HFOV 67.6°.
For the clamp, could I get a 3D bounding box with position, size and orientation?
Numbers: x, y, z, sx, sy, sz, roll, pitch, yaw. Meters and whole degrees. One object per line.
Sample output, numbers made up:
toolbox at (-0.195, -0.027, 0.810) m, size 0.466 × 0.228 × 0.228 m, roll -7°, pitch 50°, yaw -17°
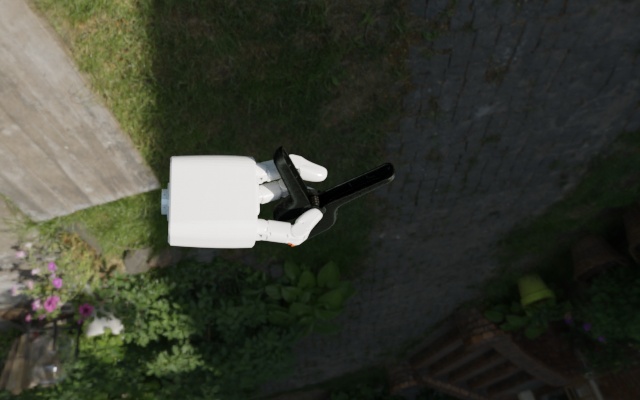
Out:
clamp at (0.000, 0.003, 0.667) m, size 0.164 × 0.036 × 0.210 m, roll 3°, pitch -35°, yaw -15°
